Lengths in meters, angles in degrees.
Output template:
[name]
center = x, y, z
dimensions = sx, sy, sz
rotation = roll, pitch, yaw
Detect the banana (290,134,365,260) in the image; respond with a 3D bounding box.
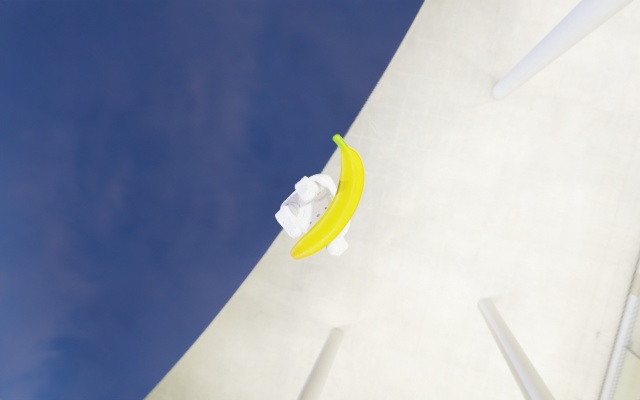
[banana]
center = 0.019, 0.006, 0.700
dimensions = 0.069, 0.198, 0.037
rotation = 21, 12, 1
